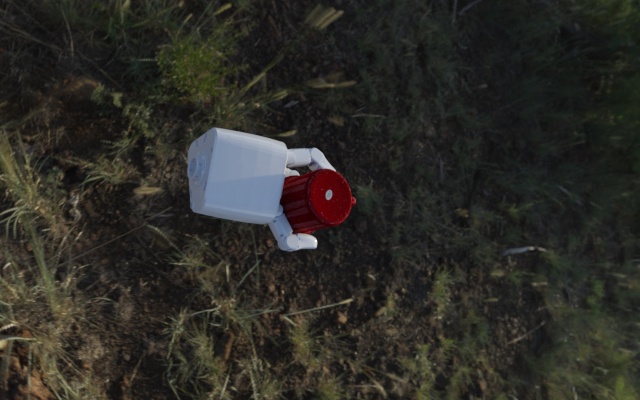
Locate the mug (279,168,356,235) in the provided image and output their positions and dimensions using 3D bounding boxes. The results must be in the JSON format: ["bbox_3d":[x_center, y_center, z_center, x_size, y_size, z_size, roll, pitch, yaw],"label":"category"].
[{"bbox_3d":[0.001,0.002,0.692,0.117,0.093,0.081,7,-14,-36],"label":"mug"}]
